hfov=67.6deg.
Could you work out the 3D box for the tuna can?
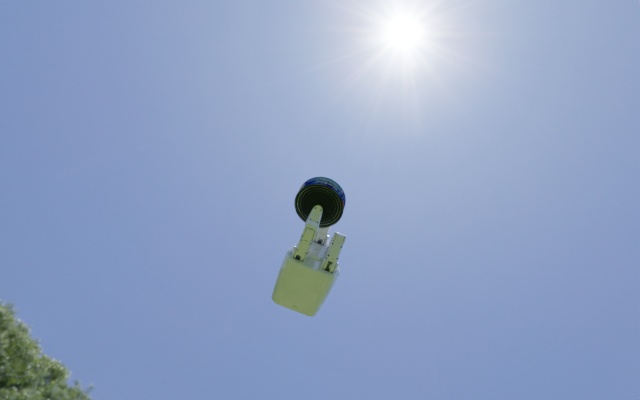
[{"bbox_3d":[0.000,0.002,0.825,0.086,0.086,0.033,0,29,13],"label":"tuna can"}]
